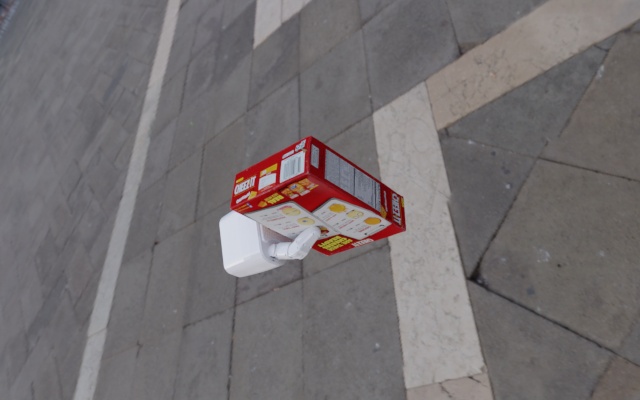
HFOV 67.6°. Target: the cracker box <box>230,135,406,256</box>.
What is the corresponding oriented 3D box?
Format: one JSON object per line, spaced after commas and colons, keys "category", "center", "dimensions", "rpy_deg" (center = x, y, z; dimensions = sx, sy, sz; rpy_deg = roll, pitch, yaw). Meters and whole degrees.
{"category": "cracker box", "center": [0.000, 0.002, 0.721], "dimensions": [0.164, 0.072, 0.214], "rpy_deg": [-23, -38, 39]}
